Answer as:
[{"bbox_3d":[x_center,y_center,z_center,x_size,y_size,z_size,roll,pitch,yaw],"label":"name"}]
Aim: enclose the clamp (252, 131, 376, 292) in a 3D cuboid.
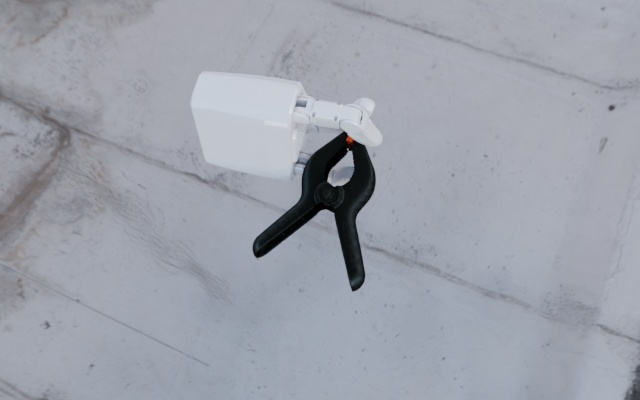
[{"bbox_3d":[0.000,0.001,0.502,0.120,0.171,0.039,10,-19,7],"label":"clamp"}]
